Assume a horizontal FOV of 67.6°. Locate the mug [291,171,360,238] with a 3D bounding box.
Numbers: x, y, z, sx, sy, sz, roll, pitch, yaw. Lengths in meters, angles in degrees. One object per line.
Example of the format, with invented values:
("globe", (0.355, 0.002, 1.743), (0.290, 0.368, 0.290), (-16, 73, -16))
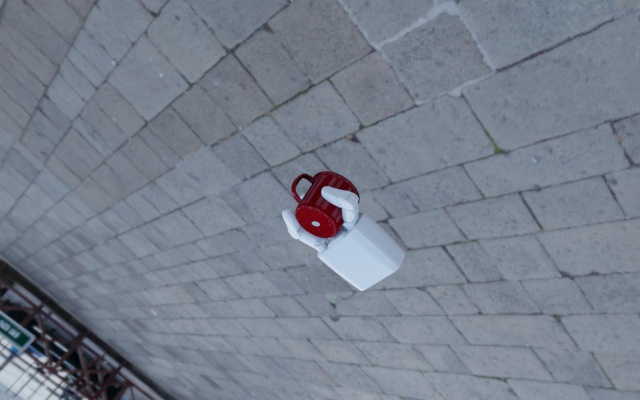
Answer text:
("mug", (-0.001, 0.002, 0.815), (0.117, 0.081, 0.093), (41, -36, -11))
